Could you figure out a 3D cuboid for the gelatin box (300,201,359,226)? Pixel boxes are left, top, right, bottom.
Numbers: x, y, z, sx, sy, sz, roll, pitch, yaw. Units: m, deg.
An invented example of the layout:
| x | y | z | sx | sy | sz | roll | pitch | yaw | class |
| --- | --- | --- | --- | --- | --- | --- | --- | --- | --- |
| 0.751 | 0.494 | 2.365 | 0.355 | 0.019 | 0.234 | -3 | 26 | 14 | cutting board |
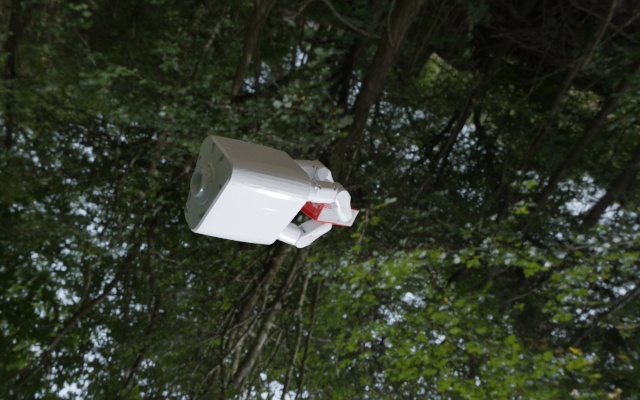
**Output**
| x | y | z | sx | sy | sz | roll | pitch | yaw | class |
| --- | --- | --- | --- | --- | --- | --- | --- | --- | --- |
| 0.000 | 0.003 | 0.662 | 0.073 | 0.030 | 0.089 | 36 | 15 | 35 | gelatin box |
